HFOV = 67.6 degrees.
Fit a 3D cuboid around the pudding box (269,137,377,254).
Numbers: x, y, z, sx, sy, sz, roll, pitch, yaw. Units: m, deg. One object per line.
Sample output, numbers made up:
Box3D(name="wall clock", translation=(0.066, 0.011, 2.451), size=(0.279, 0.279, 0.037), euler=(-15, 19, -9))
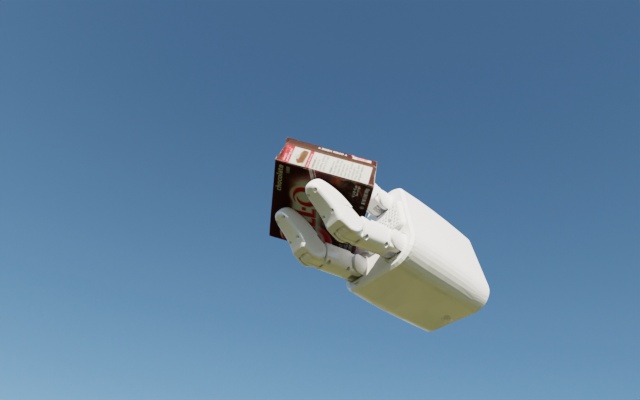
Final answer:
Box3D(name="pudding box", translation=(0.000, 0.001, 0.459), size=(0.090, 0.114, 0.039), euler=(15, 46, 4))
